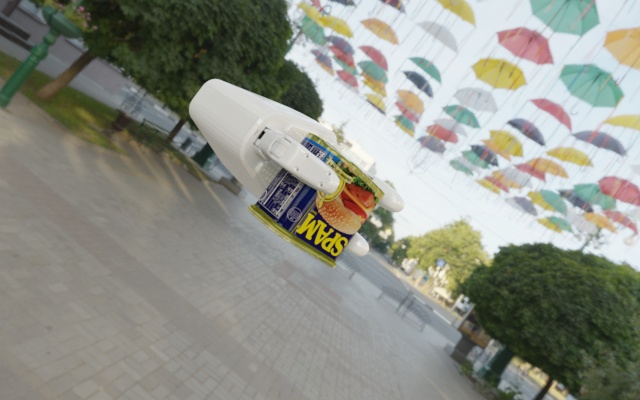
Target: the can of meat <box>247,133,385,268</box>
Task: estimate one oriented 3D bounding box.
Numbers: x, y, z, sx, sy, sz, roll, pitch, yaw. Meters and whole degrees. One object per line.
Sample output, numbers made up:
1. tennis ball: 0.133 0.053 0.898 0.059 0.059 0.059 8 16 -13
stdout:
1. can of meat: 0.000 0.001 0.423 0.057 0.084 0.102 36 -1 41
